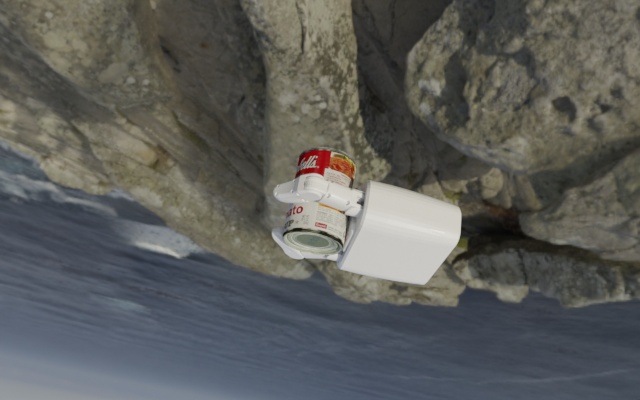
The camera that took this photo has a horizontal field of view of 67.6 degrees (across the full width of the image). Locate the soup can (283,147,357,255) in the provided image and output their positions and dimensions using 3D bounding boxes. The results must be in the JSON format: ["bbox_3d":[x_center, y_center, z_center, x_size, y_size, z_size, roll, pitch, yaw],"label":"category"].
[{"bbox_3d":[0.000,0.002,0.529,0.068,0.102,0.068,9,-26,4],"label":"soup can"}]
